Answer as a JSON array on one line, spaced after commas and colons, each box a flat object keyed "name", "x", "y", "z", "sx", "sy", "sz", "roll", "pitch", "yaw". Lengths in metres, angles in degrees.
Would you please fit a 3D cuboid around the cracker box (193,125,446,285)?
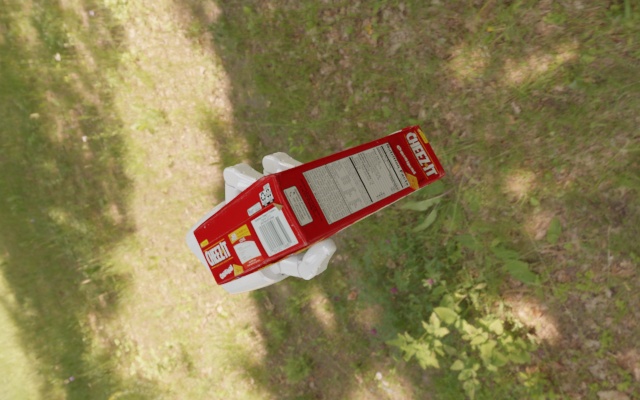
[{"name": "cracker box", "x": 0.000, "y": 0.002, "z": 0.496, "sx": 0.213, "sy": 0.072, "sz": 0.164, "roll": -24, "pitch": -4, "yaw": -42}]
